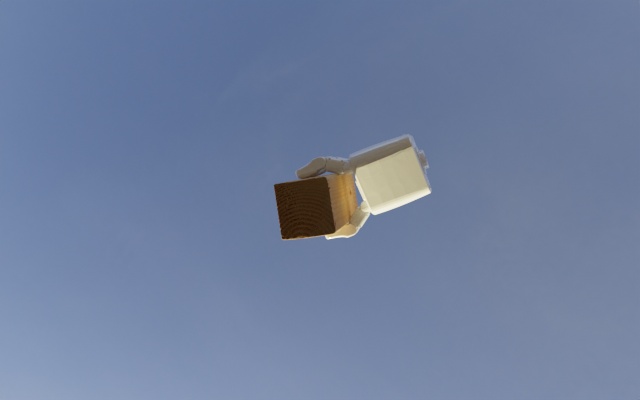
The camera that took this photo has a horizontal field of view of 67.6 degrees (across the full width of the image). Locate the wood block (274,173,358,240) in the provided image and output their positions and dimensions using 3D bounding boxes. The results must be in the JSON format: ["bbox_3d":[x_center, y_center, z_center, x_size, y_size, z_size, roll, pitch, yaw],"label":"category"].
[{"bbox_3d":[0.001,0.003,0.827,0.090,0.091,0.206,-8,3,15],"label":"wood block"}]
